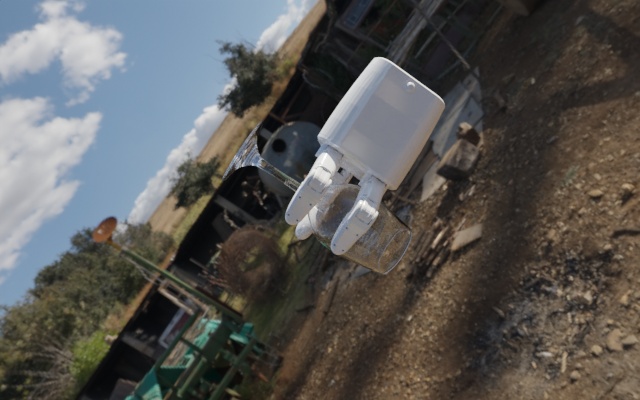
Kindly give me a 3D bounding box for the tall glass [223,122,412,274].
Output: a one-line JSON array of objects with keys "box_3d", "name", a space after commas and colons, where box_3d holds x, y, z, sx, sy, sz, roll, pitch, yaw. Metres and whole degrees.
[{"box_3d": [-0.001, 0.001, 0.515, 0.201, 0.079, 0.079, 34, -5, -7], "name": "tall glass"}]
